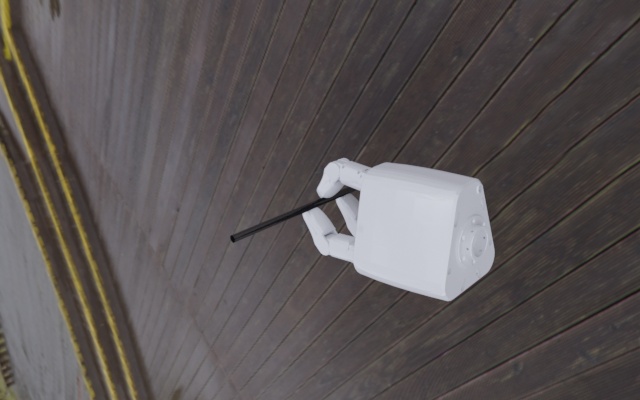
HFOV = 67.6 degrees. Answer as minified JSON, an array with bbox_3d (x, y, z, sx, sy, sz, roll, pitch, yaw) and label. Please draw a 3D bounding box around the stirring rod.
[{"bbox_3d":[0.000,0.002,0.546,0.239,0.011,0.011,-23,14,-38],"label":"stirring rod"}]
